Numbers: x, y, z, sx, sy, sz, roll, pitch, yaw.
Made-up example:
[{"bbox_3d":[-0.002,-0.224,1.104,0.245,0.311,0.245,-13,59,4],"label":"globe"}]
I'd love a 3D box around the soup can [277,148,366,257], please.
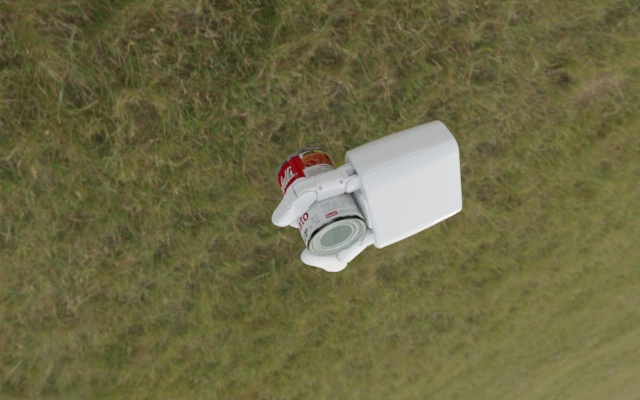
[{"bbox_3d":[0.000,0.002,0.521,0.068,0.102,0.069,-17,-35,-12],"label":"soup can"}]
